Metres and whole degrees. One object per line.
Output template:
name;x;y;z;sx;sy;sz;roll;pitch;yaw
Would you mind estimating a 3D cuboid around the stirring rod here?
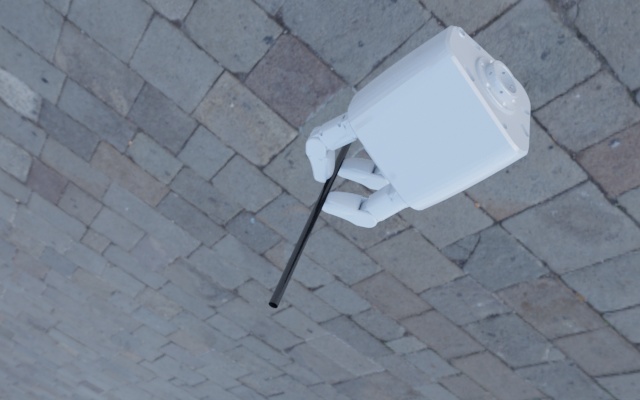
stirring rod;0.000;0.001;0.458;0.011;0.011;0.239;0;43;25
